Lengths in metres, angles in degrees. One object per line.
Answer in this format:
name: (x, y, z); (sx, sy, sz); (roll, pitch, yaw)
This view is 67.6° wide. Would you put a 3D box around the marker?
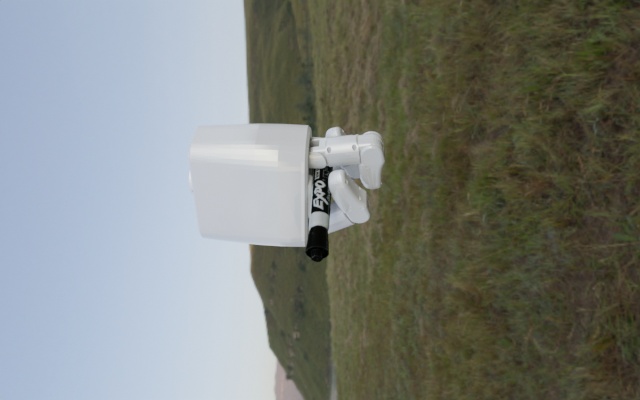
marker: (0.000, 0.001, 0.414); (0.020, 0.121, 0.020); (2, -42, 2)
